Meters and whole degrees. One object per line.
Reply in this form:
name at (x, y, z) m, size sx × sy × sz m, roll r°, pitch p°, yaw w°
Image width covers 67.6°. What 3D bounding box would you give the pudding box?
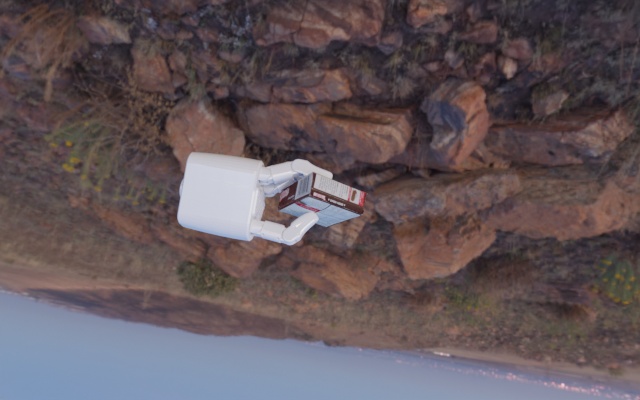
pudding box at (0.000, 0.002, 0.697) m, size 0.090 × 0.039 × 0.113 m, roll 19°, pitch -19°, yaw -23°
